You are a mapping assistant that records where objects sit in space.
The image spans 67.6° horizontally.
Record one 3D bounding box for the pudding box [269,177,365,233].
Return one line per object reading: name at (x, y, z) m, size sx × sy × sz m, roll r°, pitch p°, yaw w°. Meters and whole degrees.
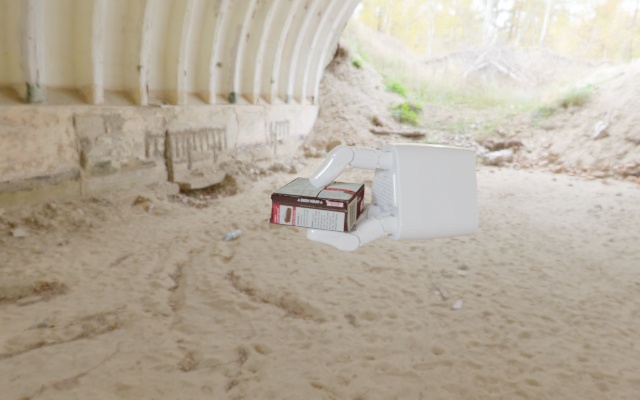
pudding box at (0.000, 0.002, 0.561) m, size 0.090 × 0.039 × 0.113 m, roll 5°, pitch 12°, yaw 13°
